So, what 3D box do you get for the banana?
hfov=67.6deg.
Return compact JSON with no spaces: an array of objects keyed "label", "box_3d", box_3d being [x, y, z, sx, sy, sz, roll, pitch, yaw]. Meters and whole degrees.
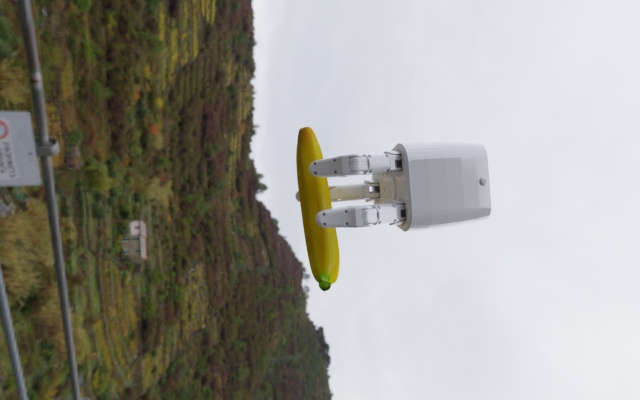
[{"label":"banana","box_3d":[-0.002,0.013,0.544,0.037,0.197,0.070,-5,-25,-10]}]
